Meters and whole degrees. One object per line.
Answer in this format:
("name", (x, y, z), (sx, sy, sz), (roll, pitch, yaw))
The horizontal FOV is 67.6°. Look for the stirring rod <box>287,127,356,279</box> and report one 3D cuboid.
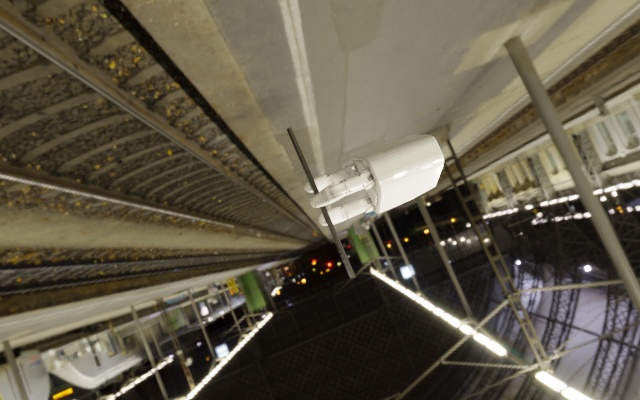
("stirring rod", (0.000, 0.002, 0.701), (0.011, 0.239, 0.011), (-23, -6, -3))
